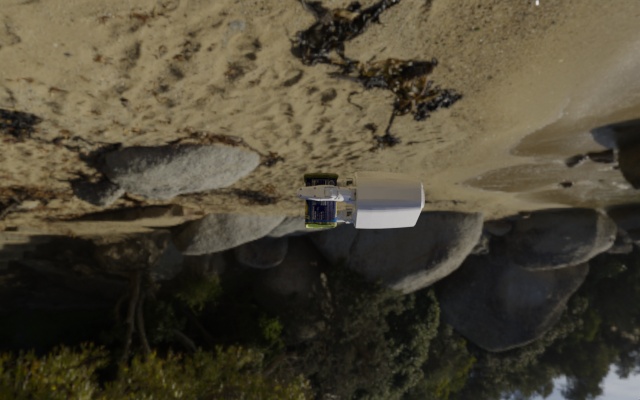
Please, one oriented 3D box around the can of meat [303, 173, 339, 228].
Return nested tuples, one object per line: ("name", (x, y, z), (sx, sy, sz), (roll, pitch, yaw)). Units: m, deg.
("can of meat", (0.000, 0.003, 0.802), (0.057, 0.084, 0.102), (1, -6, -1))
